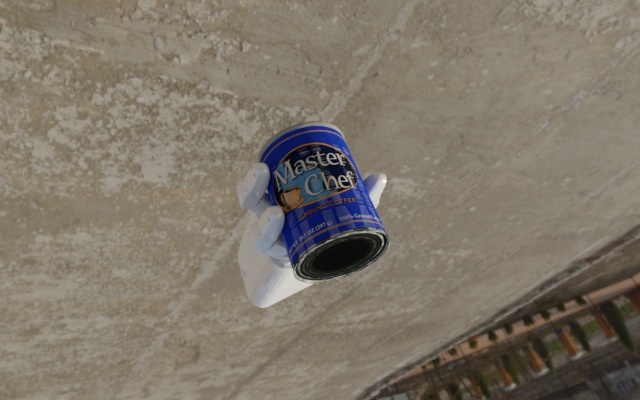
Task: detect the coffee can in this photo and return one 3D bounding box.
[{"bbox_3d":[0.000,0.001,0.507,0.103,0.140,0.103,-15,-31,-9],"label":"coffee can"}]
